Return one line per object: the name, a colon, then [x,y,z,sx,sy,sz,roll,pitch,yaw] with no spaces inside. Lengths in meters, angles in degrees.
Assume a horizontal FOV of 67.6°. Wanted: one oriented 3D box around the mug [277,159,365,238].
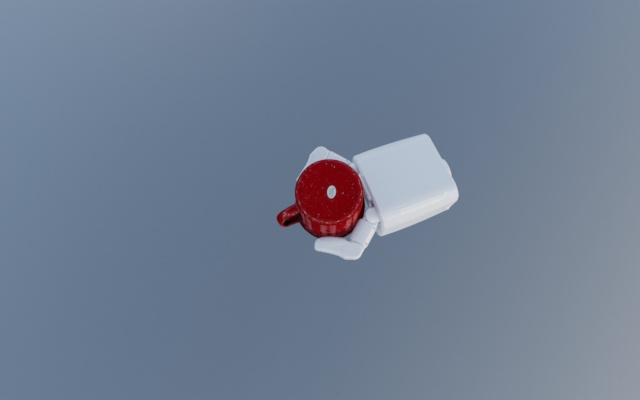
mug: [-0.001,0.002,0.593,0.117,0.093,0.081,-21,-13,-3]
